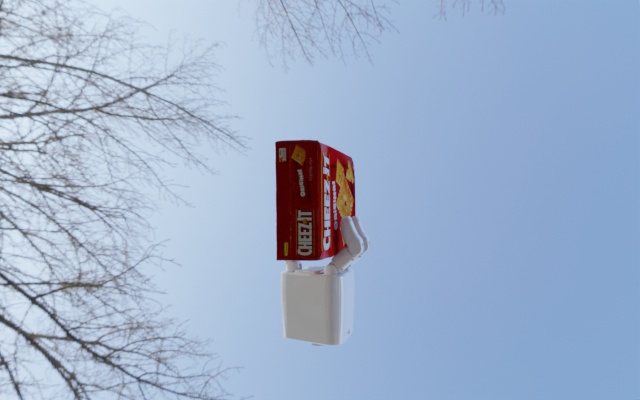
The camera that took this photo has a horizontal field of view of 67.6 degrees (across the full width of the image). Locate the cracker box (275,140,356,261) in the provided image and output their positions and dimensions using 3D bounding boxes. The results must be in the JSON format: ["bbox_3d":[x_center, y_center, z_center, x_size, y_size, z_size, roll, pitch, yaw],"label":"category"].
[{"bbox_3d":[0.000,0.002,0.737,0.072,0.164,0.214,-2,-2,16],"label":"cracker box"}]
